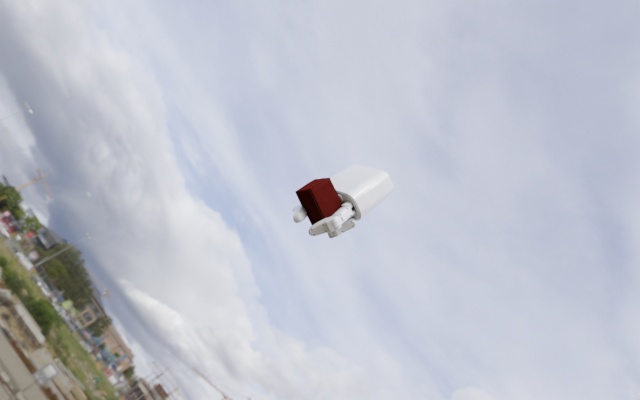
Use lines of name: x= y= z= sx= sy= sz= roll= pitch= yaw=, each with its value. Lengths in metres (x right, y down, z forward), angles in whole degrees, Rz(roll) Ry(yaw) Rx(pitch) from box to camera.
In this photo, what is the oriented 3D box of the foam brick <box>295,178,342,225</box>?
foam brick: x=0.000 y=0.003 z=0.885 sx=0.051 sy=0.078 sz=0.053 roll=-35 pitch=18 yaw=-30
